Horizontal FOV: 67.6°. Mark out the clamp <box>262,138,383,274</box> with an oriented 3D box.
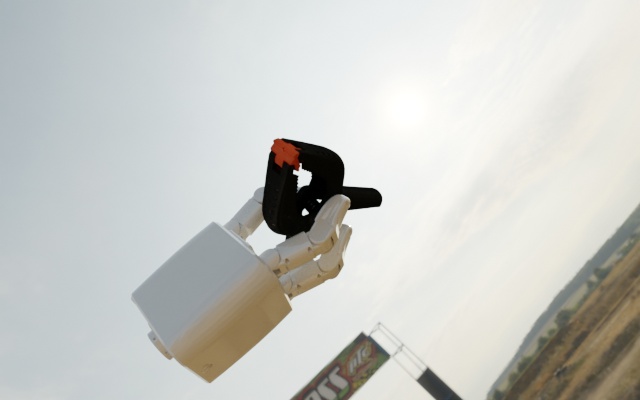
[{"bbox_3d":[-0.001,0.001,0.479,0.036,0.164,0.210,37,-21,28],"label":"clamp"}]
